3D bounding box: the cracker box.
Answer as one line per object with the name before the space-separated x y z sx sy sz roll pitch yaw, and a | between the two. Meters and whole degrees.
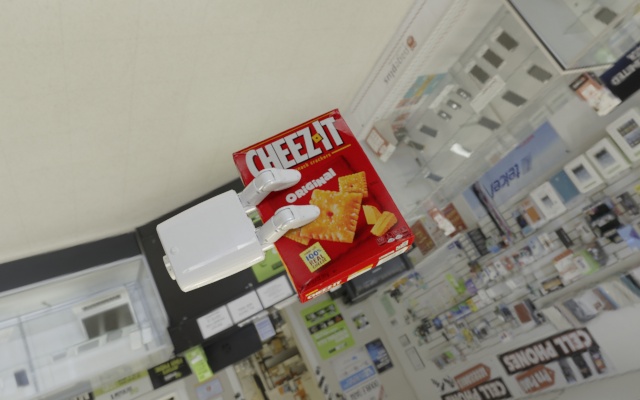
cracker box | 0.000 0.002 0.638 0.164 0.213 0.072 -25 -19 -10
